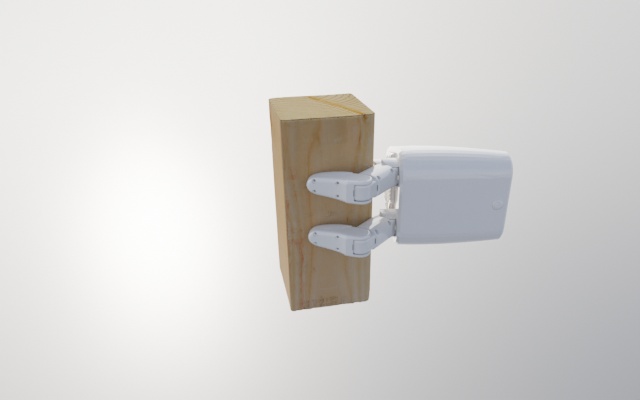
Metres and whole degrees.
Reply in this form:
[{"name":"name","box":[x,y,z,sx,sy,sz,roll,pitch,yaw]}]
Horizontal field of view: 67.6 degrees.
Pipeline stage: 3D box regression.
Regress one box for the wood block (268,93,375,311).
[{"name":"wood block","box":[0.000,0.001,0.503,0.090,0.206,0.090,-6,26,-10]}]
